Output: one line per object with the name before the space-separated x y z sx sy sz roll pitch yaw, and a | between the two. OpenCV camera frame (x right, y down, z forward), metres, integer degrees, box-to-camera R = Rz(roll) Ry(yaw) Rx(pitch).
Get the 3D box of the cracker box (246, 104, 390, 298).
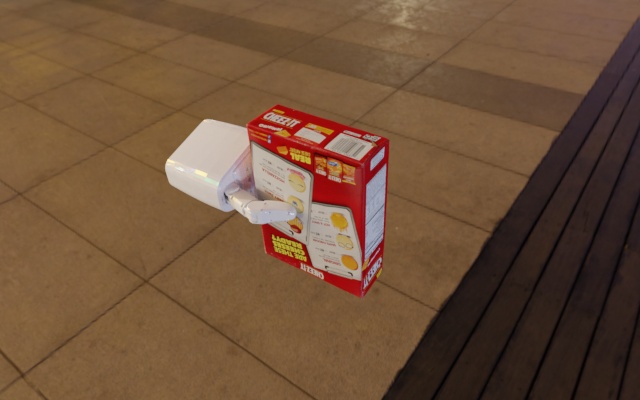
cracker box | 0.000 0.002 0.608 0.164 0.214 0.072 21 45 28
